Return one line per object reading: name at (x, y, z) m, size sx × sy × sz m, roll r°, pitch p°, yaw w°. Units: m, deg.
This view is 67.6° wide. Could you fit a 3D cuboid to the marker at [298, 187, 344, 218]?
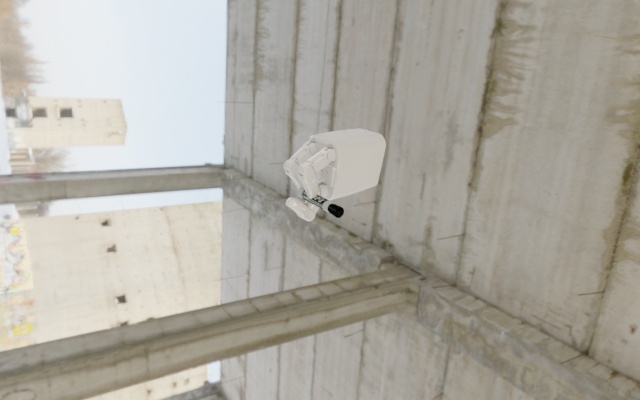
marker at (0.000, 0.003, 0.796) m, size 0.020 × 0.020 × 0.121 m, roll 0°, pitch 17°, yaw -35°
